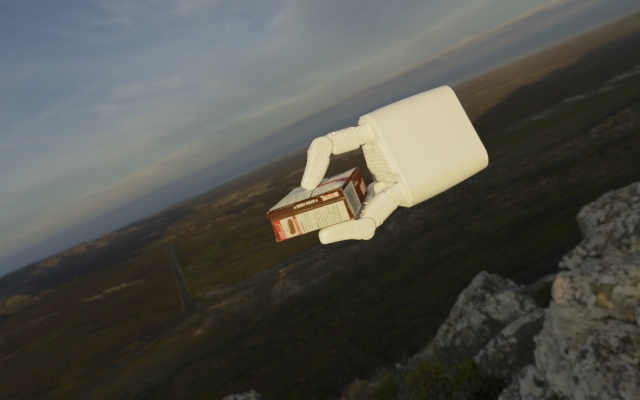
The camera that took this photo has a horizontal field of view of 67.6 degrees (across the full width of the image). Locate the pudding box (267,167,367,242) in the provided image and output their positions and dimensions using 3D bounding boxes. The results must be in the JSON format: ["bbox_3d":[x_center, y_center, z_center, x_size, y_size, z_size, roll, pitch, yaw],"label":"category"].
[{"bbox_3d":[0.000,0.002,0.539,0.090,0.039,0.113,-19,8,17],"label":"pudding box"}]
